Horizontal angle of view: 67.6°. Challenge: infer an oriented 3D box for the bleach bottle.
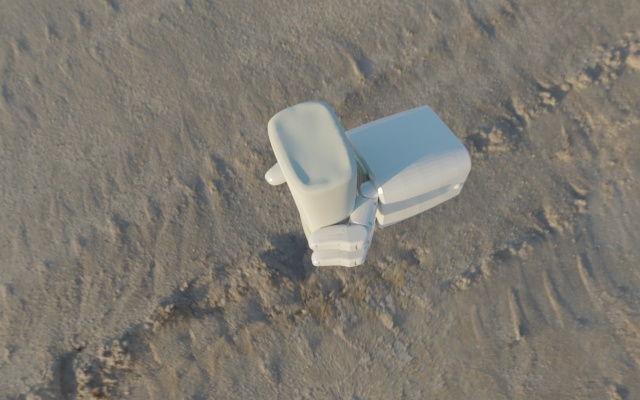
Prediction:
[{"bbox_3d":[0.000,0.002,0.548,0.068,0.102,0.251,-21,-24,-6],"label":"bleach bottle"}]
